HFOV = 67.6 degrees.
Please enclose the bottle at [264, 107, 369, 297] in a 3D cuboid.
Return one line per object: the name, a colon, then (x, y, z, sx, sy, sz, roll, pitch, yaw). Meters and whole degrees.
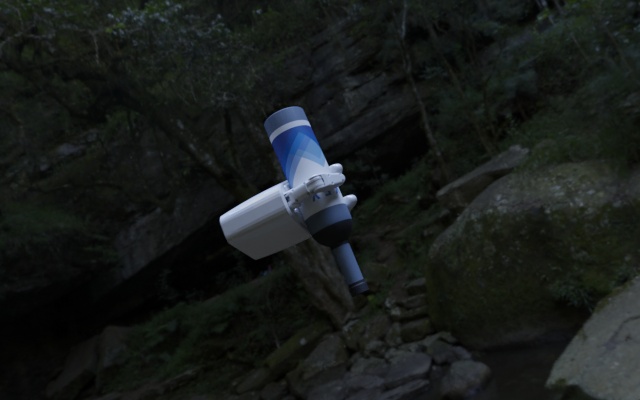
bottle: (0.000, 0.002, 0.717, 0.069, 0.295, 0.069, -23, -13, -5)
